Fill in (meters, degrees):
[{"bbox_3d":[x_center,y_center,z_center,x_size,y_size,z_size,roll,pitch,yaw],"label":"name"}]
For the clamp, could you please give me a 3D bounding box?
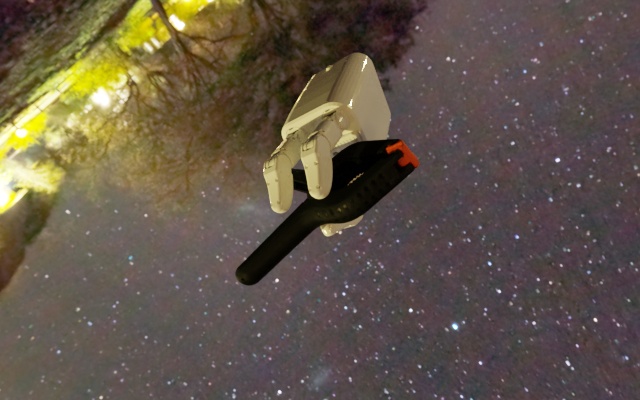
[{"bbox_3d":[0.001,0.002,0.482,0.210,0.164,0.036,-20,-51,39],"label":"clamp"}]
